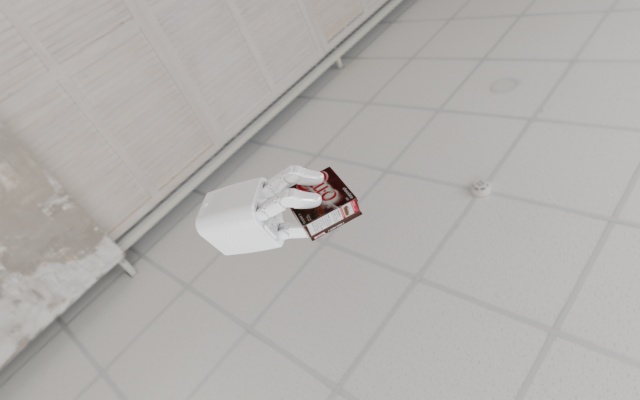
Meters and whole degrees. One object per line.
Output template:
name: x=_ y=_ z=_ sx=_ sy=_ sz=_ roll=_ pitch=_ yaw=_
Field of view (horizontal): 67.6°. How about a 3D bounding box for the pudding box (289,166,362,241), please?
pudding box: x=0.000 y=0.003 z=0.735 sx=0.090 sy=0.039 sz=0.113 roll=-29 pitch=38 yaw=-6
